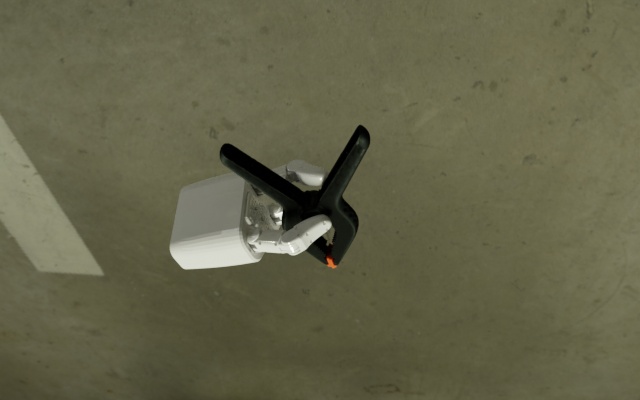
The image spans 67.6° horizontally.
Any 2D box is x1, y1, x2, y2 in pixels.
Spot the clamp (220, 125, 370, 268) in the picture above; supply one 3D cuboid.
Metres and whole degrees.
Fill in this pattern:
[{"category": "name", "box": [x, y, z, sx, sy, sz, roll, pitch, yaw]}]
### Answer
[{"category": "clamp", "box": [0.000, 0.003, 0.555, 0.164, 0.036, 0.210, -10, -48, 20]}]
